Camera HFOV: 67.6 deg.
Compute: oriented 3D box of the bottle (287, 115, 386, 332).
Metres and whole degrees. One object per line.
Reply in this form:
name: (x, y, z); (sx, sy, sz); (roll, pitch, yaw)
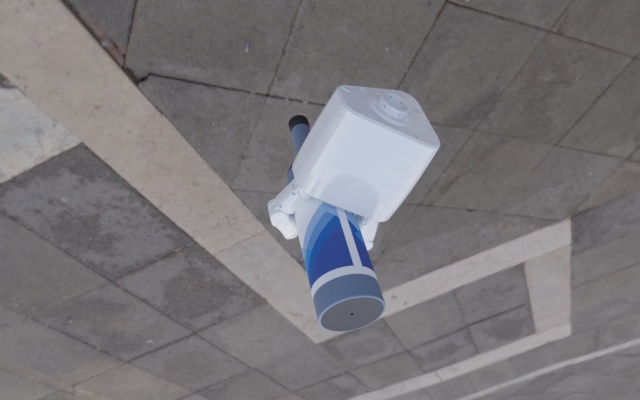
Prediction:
bottle: (0.000, 0.002, 0.549); (0.069, 0.295, 0.069); (-9, -41, -8)
